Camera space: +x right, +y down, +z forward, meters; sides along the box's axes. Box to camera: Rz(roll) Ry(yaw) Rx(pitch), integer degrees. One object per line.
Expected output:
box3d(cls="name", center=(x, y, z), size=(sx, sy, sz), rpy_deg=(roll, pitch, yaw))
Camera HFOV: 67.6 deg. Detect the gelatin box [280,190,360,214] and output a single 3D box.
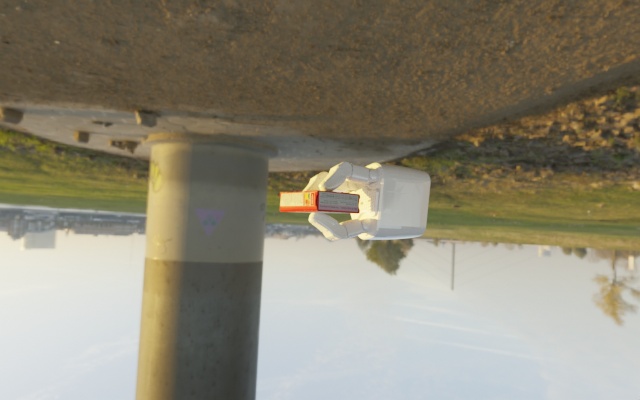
box3d(cls="gelatin box", center=(0.000, 0.003, 0.660), size=(0.073, 0.030, 0.089), rpy_deg=(-1, -3, 44))
